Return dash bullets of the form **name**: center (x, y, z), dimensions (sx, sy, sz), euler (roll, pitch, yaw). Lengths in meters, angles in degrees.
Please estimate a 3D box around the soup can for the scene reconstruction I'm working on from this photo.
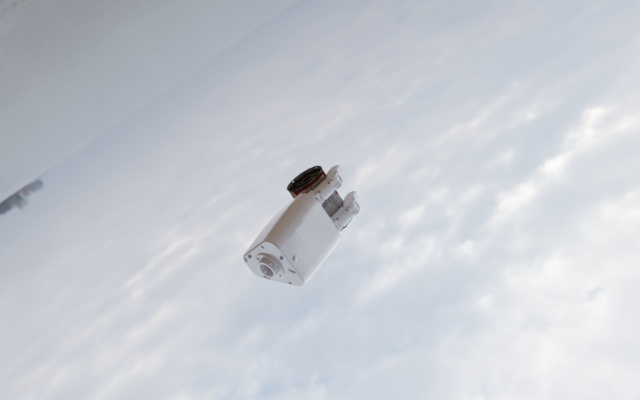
- **soup can**: center (0.000, 0.003, 0.791), dimensions (0.068, 0.102, 0.068), euler (-30, 21, 12)
